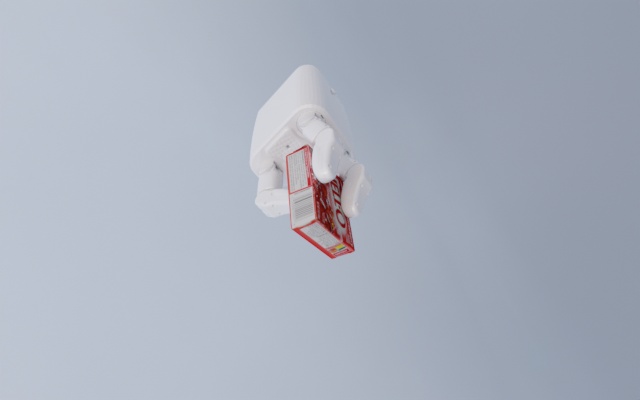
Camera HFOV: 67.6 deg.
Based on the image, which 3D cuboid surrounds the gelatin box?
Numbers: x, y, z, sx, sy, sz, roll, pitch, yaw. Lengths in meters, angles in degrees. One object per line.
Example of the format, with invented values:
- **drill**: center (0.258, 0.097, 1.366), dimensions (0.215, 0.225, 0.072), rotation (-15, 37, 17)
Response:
- **gelatin box**: center (0.000, 0.002, 0.460), dimensions (0.030, 0.089, 0.073), rotation (-23, -38, 21)
